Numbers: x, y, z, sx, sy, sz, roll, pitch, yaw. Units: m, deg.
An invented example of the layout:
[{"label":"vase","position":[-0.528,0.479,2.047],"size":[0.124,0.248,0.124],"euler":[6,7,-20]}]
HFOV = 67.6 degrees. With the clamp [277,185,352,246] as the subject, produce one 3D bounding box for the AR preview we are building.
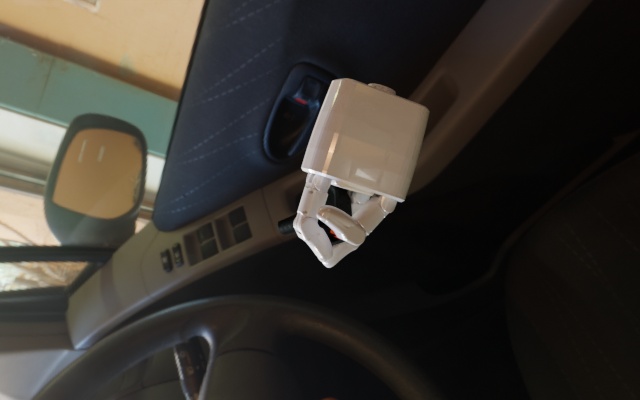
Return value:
[{"label":"clamp","position":[0.000,0.002,0.601],"size":[0.039,0.120,0.171],"euler":[17,1,-28]}]
